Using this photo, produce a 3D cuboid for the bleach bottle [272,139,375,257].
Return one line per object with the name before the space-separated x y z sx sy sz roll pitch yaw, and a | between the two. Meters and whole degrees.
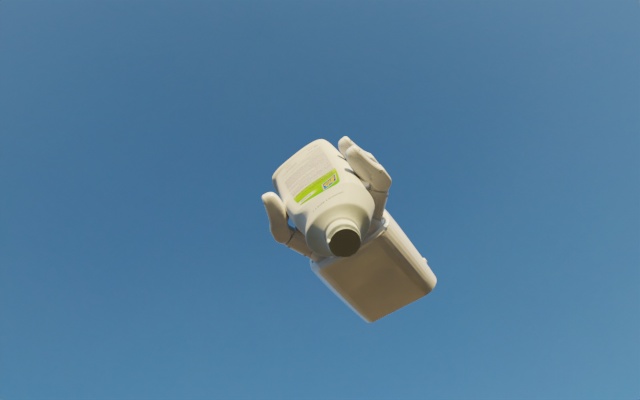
bleach bottle | 0.000 0.002 0.534 0.102 0.068 0.250 -40 19 7
